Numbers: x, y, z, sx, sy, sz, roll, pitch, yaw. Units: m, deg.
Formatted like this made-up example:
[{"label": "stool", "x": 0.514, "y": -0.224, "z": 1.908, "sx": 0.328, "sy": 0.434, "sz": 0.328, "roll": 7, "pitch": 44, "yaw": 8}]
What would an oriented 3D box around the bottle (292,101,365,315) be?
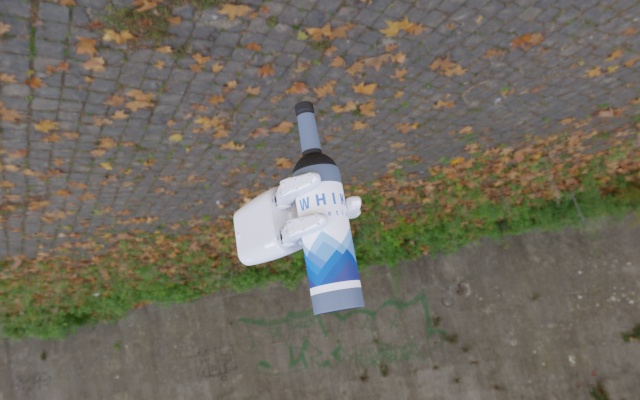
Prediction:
[{"label": "bottle", "x": 0.000, "y": 0.002, "z": 0.654, "sx": 0.069, "sy": 0.295, "sz": 0.069, "roll": -9, "pitch": -15, "yaw": -2}]
